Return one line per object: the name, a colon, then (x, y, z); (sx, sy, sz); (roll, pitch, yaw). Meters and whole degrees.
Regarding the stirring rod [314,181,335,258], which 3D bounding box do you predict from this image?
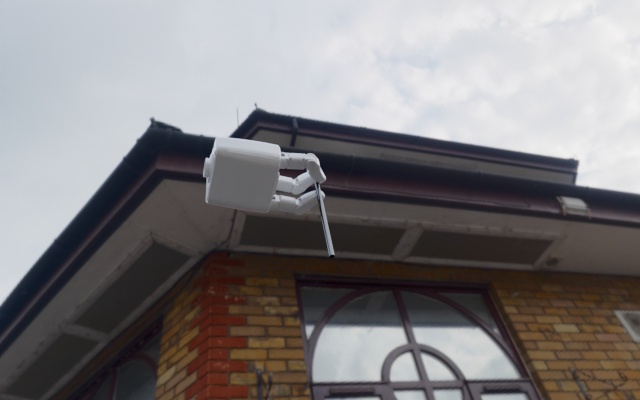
stirring rod: (0.000, 0.003, 0.799); (0.011, 0.011, 0.239); (0, 42, -11)
